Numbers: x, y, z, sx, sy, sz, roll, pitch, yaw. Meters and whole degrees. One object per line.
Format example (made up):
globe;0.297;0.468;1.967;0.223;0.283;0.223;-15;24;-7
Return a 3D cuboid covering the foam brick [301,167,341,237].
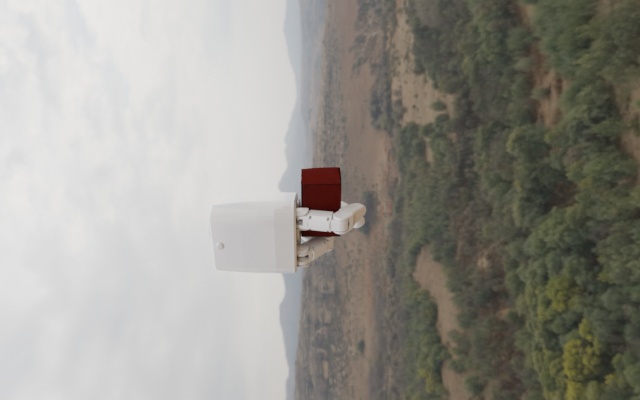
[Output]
foam brick;0.000;0.002;0.619;0.051;0.078;0.053;0;26;0
